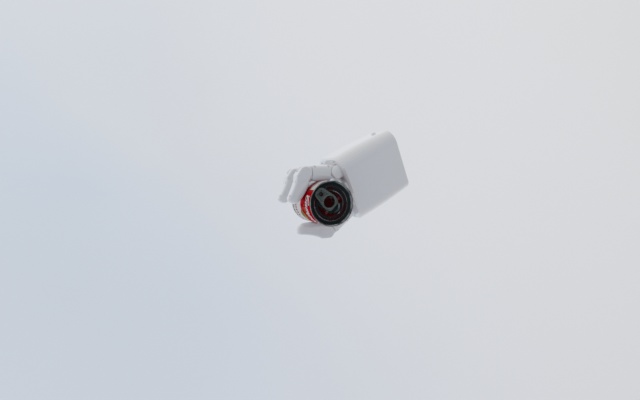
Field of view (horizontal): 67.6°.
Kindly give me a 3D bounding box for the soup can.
[{"bbox_3d":[0.000,0.003,0.744,0.068,0.068,0.102,0,2,-20],"label":"soup can"}]
